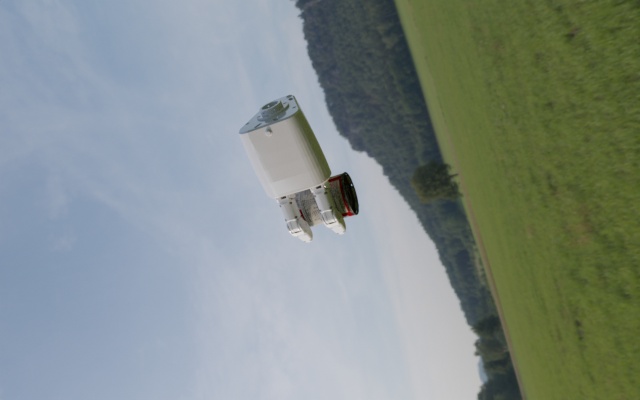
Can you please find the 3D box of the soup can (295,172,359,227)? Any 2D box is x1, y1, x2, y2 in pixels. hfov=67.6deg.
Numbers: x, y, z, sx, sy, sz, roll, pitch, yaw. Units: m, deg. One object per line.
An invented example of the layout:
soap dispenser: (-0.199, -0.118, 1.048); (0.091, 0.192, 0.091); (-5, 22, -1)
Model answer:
soup can: (0.000, 0.003, 0.734); (0.102, 0.068, 0.068); (-16, -5, 17)
